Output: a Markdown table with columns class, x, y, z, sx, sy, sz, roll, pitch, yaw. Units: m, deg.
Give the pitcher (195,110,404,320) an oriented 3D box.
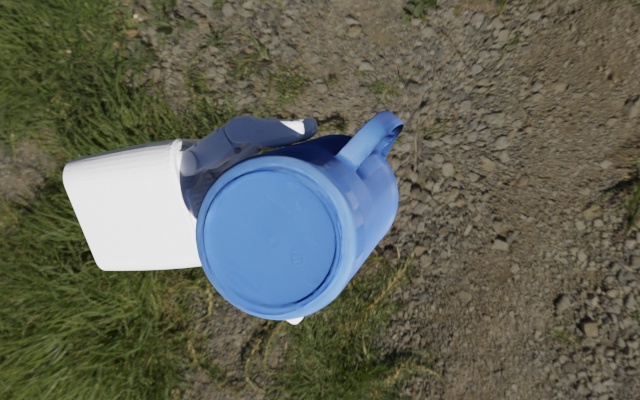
| class | x | y | z | sx | sy | sz | roll | pitch | yaw |
| --- | --- | --- | --- | --- | --- | --- | --- | --- | --- |
| pitcher | 0.000 | 0.001 | 0.408 | 0.145 | 0.149 | 0.243 | -4 | 7 | 12 |
